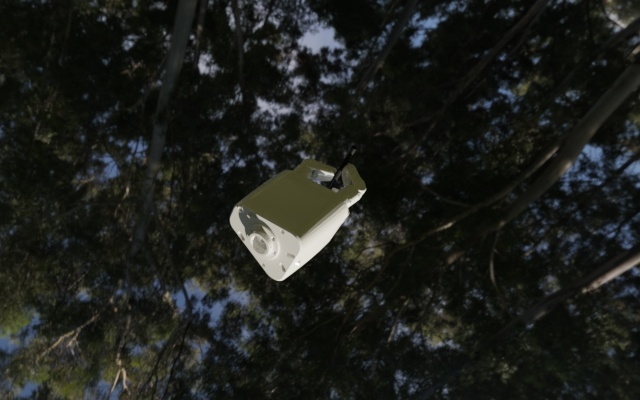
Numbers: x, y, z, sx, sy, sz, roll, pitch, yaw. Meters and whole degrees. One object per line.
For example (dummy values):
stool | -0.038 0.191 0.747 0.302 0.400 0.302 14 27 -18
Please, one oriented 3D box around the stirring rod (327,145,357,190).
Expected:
stirring rod | 0.000 0.002 0.751 0.011 0.011 0.240 0 -40 -31
